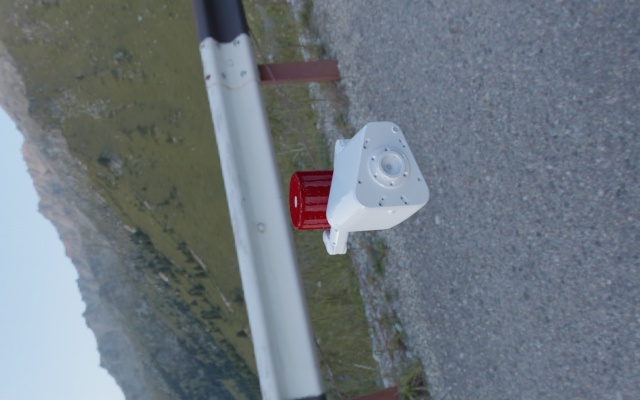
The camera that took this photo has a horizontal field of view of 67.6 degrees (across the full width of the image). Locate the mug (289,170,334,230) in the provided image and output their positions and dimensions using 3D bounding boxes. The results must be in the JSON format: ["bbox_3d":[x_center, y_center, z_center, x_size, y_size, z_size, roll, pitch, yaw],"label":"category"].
[{"bbox_3d":[0.000,0.003,0.678,0.081,0.093,0.117,-2,-16,-15],"label":"mug"}]
